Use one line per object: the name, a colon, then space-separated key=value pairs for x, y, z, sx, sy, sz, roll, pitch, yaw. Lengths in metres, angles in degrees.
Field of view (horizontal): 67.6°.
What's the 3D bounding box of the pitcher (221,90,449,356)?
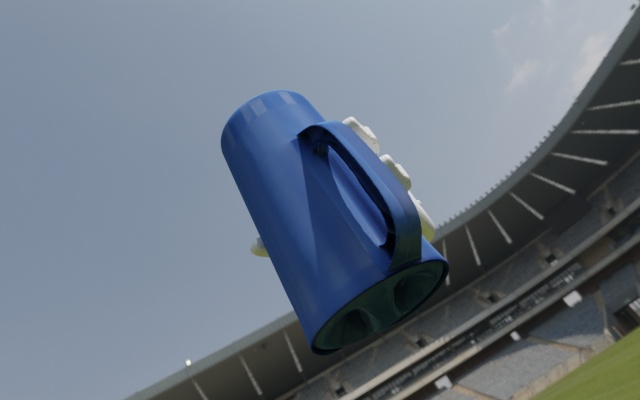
pitcher: x=0.000 y=0.002 z=0.444 sx=0.149 sy=0.242 sz=0.145 roll=-41 pitch=-31 yaw=14
